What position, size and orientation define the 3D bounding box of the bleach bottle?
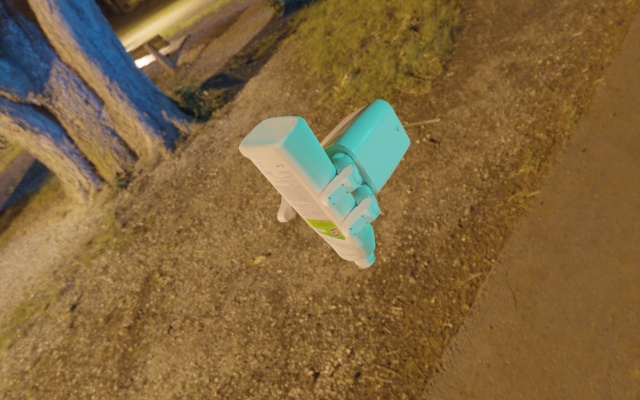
[{"bbox_3d":[0.000,0.002,0.656,0.102,0.068,0.251,8,-38,50],"label":"bleach bottle"}]
